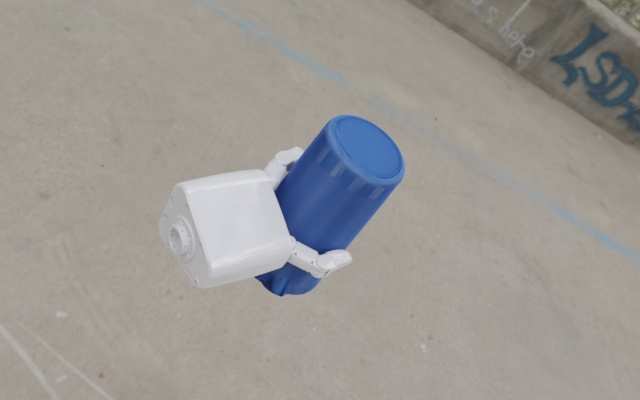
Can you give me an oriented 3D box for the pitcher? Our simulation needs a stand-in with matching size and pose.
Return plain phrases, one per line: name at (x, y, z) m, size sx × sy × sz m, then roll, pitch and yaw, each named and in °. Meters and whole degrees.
pitcher at (0.000, 0.002, 0.624) m, size 0.145 × 0.149 × 0.243 m, roll -10°, pitch -30°, yaw -42°
